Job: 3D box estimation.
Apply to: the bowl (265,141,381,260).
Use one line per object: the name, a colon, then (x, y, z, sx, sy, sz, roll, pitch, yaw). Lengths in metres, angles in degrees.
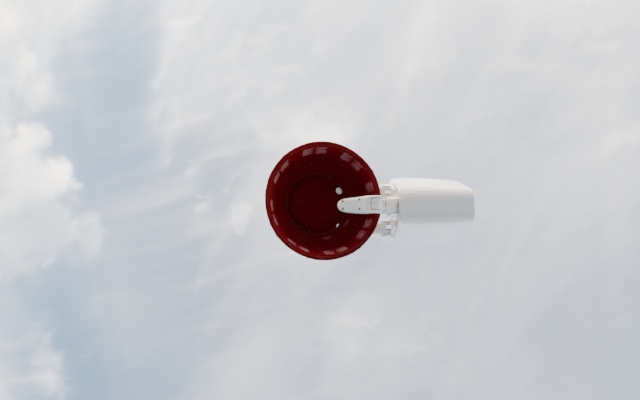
bowl: (-0.001, 0.002, 0.667, 0.162, 0.162, 0.055, 0, -6, -13)
